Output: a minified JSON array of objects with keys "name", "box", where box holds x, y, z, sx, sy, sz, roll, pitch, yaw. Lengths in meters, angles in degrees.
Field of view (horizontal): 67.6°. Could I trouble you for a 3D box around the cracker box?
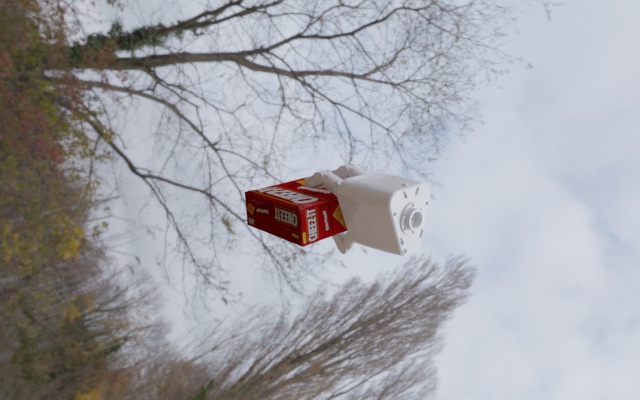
[{"name":"cracker box","box":[0.000,0.003,0.839,0.213,0.072,0.164,-16,19,-37]}]
